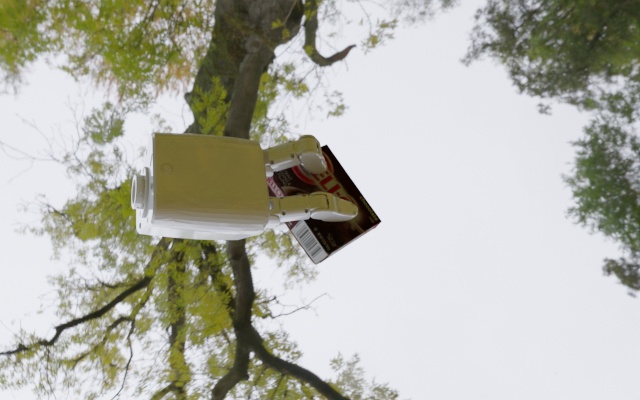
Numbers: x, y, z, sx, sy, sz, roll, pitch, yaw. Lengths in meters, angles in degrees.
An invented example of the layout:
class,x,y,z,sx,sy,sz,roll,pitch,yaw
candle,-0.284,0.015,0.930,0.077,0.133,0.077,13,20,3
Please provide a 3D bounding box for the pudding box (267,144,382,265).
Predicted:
class,x,y,z,sx,sy,sz,roll,pitch,yaw
pudding box,0.000,0.002,0.525,0.090,0.113,0.039,-28,-9,-38
